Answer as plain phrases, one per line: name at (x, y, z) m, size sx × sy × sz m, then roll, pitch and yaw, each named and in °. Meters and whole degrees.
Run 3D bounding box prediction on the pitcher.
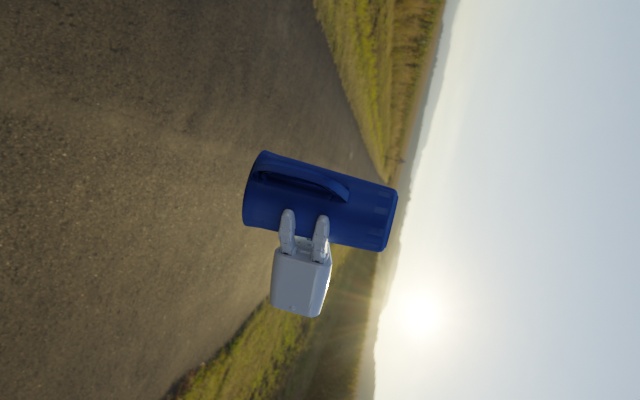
pitcher at (0.000, 0.003, 0.787) m, size 0.243 × 0.145 × 0.149 m, roll 14°, pitch 22°, yaw 7°
